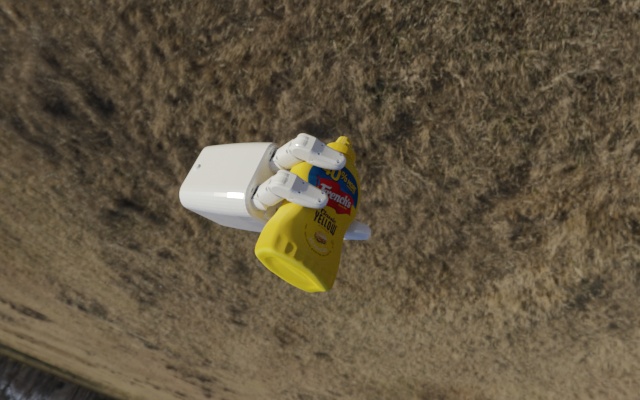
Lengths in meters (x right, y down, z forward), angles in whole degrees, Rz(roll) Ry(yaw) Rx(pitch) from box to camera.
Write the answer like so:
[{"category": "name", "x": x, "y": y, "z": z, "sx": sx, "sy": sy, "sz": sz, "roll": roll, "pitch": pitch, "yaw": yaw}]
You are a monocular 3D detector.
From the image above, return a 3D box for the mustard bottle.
[{"category": "mustard bottle", "x": 0.000, "y": 0.002, "z": 0.552, "sx": 0.096, "sy": 0.191, "sz": 0.058, "roll": 39, "pitch": -35, "yaw": -27}]
